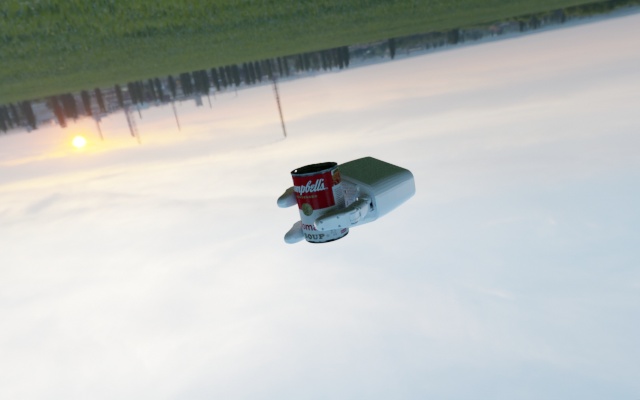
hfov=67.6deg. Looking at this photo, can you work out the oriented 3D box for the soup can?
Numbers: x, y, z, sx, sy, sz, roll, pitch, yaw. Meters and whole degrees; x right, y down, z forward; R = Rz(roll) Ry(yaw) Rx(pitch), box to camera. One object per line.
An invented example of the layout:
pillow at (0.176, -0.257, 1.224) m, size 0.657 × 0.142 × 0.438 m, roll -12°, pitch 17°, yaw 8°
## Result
soup can at (0.000, 0.003, 0.677) m, size 0.068 × 0.102 × 0.068 m, roll -10°, pitch 15°, yaw 3°
